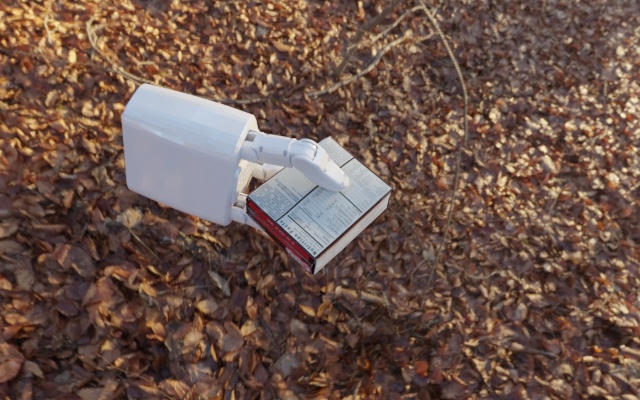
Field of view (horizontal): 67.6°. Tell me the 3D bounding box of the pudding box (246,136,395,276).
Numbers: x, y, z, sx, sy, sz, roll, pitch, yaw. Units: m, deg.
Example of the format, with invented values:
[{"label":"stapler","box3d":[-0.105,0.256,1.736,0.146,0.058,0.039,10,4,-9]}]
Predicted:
[{"label":"pudding box","box3d":[0.000,0.001,0.449,0.113,0.090,0.039,-40,-19,-25]}]
